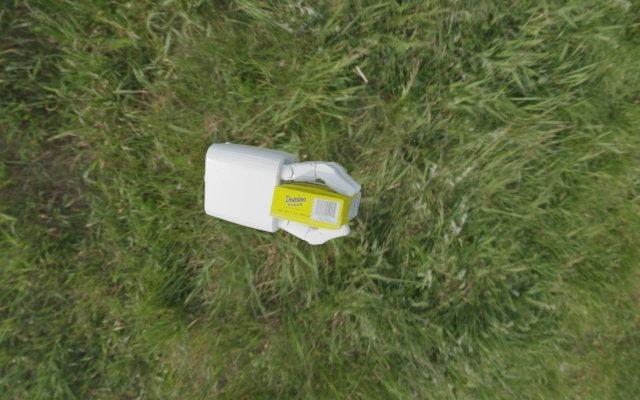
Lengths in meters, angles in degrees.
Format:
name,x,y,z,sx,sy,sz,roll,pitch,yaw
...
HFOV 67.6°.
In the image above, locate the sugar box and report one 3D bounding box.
name,x,y,z,sx,sy,sz,roll,pitch,yaw
sugar box,0.000,0.002,0.672,0.093,0.048,0.176,12,9,10
